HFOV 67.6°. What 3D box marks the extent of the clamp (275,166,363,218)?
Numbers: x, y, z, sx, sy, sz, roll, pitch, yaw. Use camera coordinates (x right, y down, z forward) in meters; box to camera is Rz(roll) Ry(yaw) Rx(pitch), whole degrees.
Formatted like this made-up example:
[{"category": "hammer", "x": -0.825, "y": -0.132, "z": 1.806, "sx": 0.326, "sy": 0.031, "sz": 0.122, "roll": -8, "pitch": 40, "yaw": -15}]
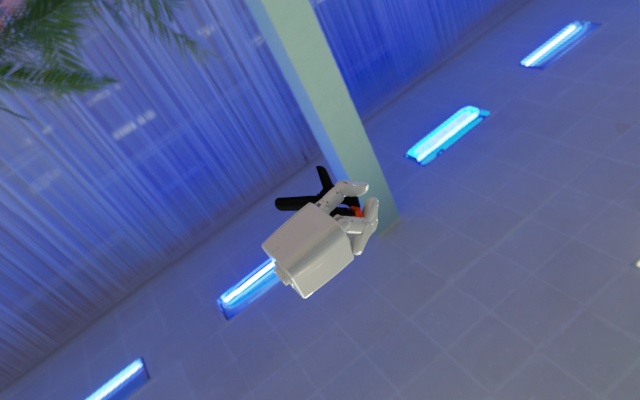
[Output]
[{"category": "clamp", "x": 0.001, "y": 0.003, "z": 0.826, "sx": 0.120, "sy": 0.039, "sz": 0.171, "roll": -39, "pitch": 39, "yaw": -13}]
